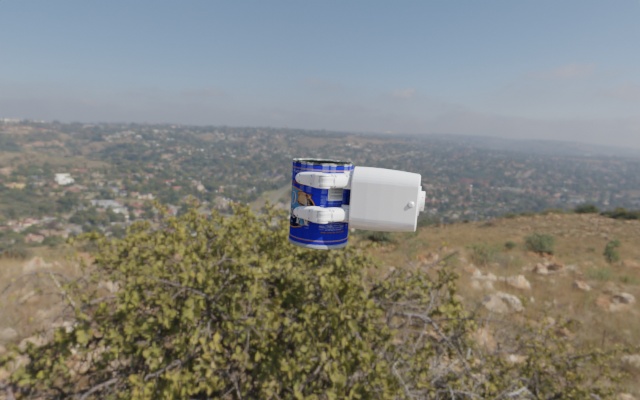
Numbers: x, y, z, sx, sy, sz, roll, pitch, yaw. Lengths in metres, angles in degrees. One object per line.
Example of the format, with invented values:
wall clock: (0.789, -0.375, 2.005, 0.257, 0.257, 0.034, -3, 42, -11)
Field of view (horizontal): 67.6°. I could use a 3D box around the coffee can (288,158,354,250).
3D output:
coffee can: (0.000, 0.003, 0.810, 0.103, 0.140, 0.103, 4, 9, -1)
